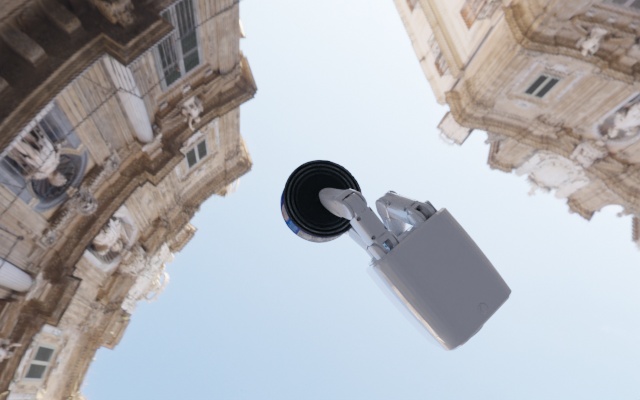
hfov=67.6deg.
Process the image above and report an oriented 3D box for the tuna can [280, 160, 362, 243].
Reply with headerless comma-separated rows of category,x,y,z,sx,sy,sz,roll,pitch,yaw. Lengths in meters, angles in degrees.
tuna can,0.000,0.002,0.515,0.086,0.086,0.034,0,-17,-13
